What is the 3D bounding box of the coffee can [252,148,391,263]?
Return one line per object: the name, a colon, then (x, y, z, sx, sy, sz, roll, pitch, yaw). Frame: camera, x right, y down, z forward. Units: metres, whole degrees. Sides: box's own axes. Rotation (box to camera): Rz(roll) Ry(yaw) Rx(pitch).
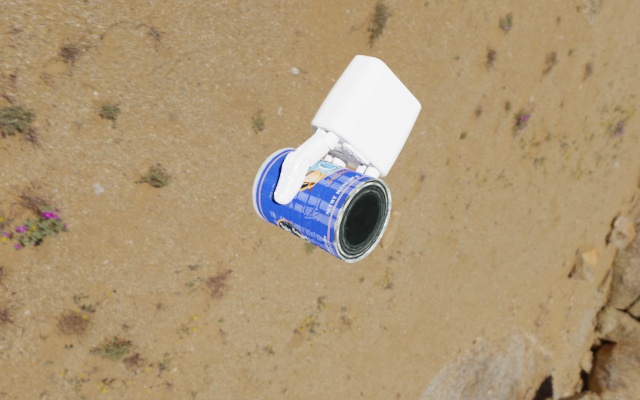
coffee can: (0.000, 0.002, 0.585, 0.140, 0.103, 0.103, 23, 15, 38)
